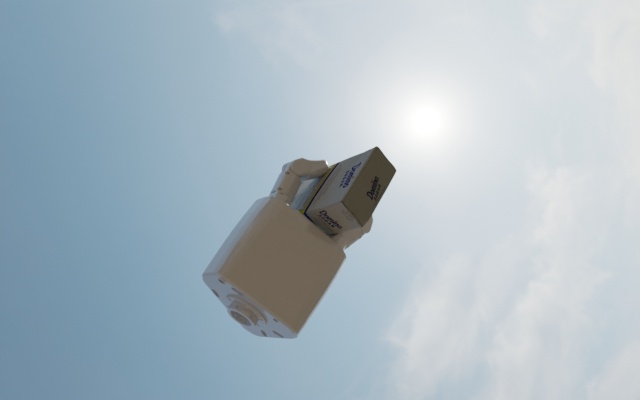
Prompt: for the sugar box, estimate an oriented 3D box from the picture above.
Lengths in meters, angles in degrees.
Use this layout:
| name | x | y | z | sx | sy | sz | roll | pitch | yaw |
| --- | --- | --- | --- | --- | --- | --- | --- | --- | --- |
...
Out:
| name | x | y | z | sx | sy | sz | roll | pitch | yaw |
| --- | --- | --- | --- | --- | --- | --- | --- | --- | --- |
| sugar box | 0.000 | 0.002 | 0.569 | 0.176 | 0.048 | 0.093 | -15 | 33 | 49 |
